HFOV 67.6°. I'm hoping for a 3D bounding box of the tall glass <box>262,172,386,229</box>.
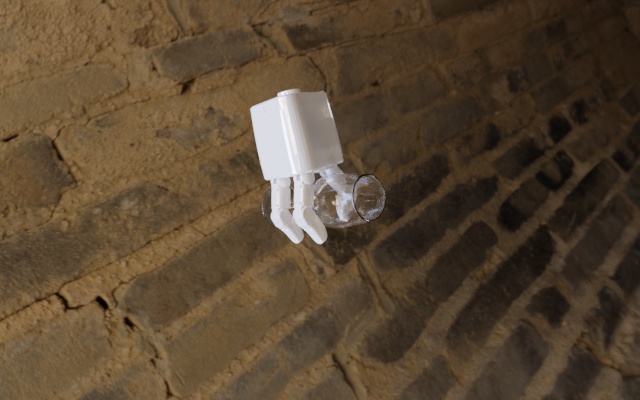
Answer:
[{"bbox_3d":[0.000,0.002,0.693,0.079,0.079,0.201,0,-3,-40],"label":"tall glass"}]
